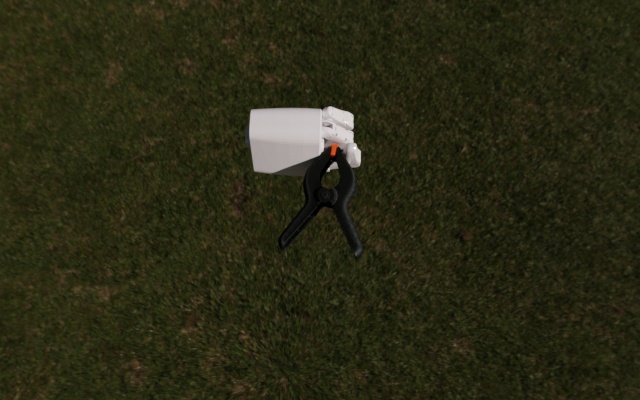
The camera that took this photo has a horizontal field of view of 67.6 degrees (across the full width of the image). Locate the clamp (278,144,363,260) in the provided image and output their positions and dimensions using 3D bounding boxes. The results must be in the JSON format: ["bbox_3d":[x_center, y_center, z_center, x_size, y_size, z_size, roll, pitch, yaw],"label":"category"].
[{"bbox_3d":[0.000,0.002,0.691,0.120,0.171,0.039,0,-20,1],"label":"clamp"}]
